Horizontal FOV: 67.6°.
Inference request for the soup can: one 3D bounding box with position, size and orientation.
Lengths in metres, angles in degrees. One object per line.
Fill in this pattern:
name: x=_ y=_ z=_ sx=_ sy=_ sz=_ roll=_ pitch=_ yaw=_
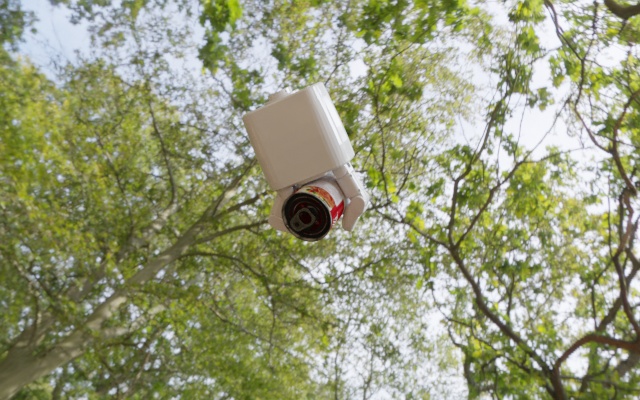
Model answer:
soup can: x=0.001 y=0.002 z=0.635 sx=0.068 sy=0.068 sz=0.102 roll=0 pitch=22 yaw=23
